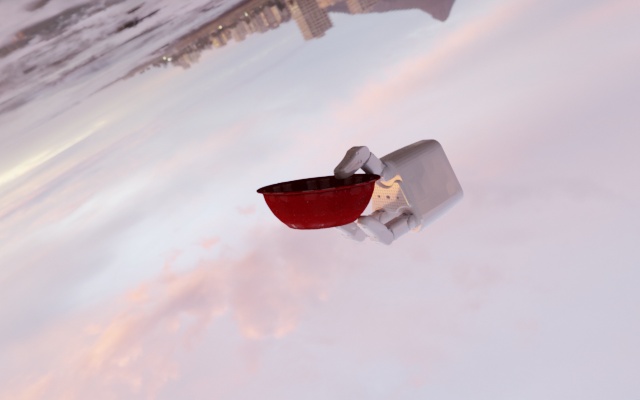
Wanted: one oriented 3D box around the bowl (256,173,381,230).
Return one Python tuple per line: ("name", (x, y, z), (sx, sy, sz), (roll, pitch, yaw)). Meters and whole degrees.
("bowl", (-0.001, 0.003, 0.620), (0.162, 0.055, 0.162), (-6, 8, 1))
